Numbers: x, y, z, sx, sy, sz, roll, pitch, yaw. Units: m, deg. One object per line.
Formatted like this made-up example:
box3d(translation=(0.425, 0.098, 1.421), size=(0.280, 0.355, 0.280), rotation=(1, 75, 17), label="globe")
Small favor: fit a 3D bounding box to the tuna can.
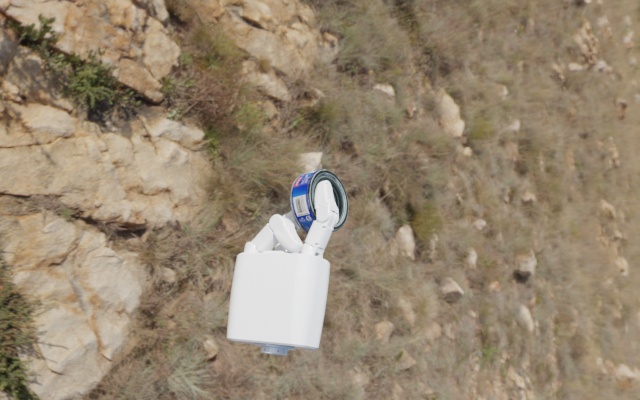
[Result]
box3d(translation=(0.001, 0.002, 0.639), size=(0.034, 0.086, 0.086), rotation=(-14, -9, 38), label="tuna can")
